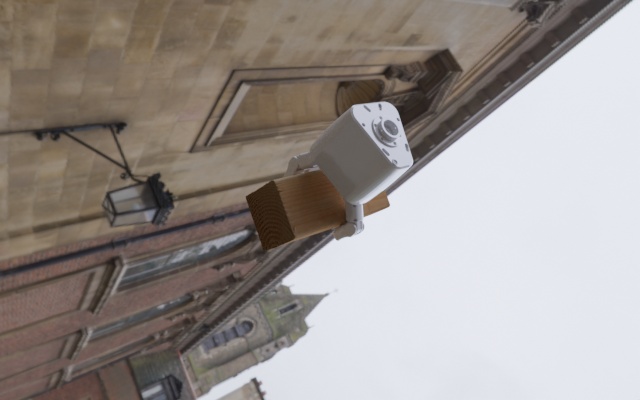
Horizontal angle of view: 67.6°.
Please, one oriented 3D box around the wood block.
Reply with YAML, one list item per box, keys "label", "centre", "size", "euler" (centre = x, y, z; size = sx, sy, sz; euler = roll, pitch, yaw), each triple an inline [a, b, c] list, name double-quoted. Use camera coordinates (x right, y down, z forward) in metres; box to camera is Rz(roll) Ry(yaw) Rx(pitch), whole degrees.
- label: "wood block"
  centre: [0.001, 0.003, 0.756]
  size: [0.206, 0.091, 0.090]
  euler: [-15, -6, -40]
